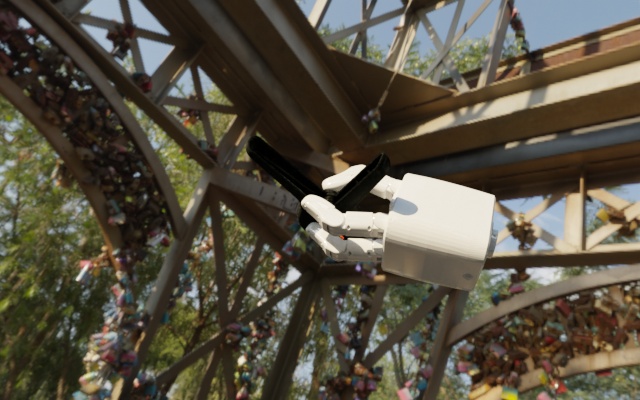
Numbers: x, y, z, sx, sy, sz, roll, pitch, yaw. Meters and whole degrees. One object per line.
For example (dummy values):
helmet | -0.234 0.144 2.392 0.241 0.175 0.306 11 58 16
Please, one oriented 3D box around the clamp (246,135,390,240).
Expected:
clamp | 0.001 0.002 0.578 0.164 0.036 0.210 15 -34 16
